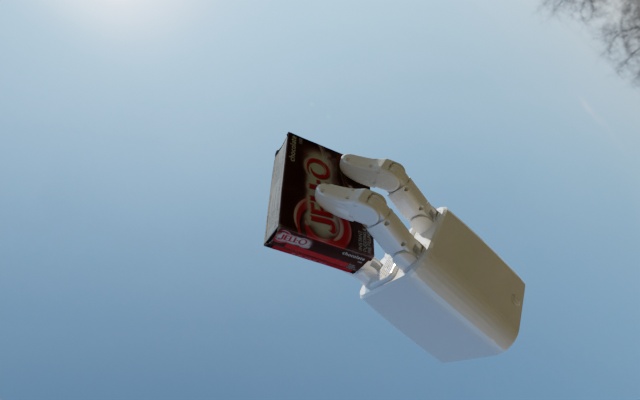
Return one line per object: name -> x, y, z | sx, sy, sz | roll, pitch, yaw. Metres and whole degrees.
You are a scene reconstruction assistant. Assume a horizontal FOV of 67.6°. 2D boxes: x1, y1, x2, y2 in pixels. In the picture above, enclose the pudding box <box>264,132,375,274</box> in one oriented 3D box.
pudding box -> 0.000, 0.002, 0.432 | 0.090, 0.113, 0.039 | 21, -45, -22
